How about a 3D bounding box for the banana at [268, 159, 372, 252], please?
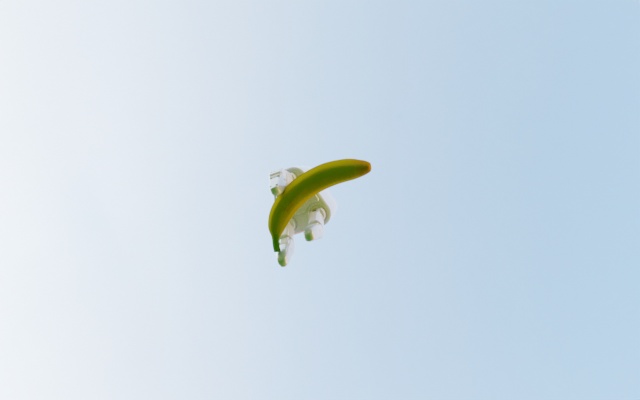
[{"bbox_3d":[-0.015,-0.009,0.723,0.198,0.069,0.037,-42,-5,12],"label":"banana"}]
